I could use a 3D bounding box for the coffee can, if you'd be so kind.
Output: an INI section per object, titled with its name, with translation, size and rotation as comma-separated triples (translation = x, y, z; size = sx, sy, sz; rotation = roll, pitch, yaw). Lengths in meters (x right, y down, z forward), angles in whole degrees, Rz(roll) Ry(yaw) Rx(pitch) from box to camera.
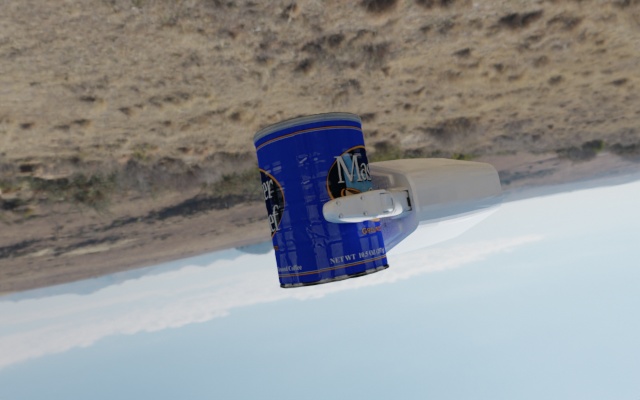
[coffee can]
translation = 0.000, 0.001, 0.442
size = 0.103, 0.140, 0.103
rotation = -11, -4, -1
